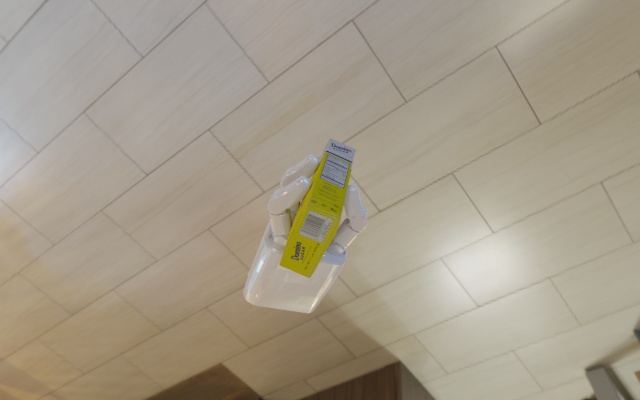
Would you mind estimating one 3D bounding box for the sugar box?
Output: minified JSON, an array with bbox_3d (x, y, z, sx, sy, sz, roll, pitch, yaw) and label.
[{"bbox_3d":[0.000,0.002,0.590,0.048,0.093,0.176,23,31,-7],"label":"sugar box"}]
